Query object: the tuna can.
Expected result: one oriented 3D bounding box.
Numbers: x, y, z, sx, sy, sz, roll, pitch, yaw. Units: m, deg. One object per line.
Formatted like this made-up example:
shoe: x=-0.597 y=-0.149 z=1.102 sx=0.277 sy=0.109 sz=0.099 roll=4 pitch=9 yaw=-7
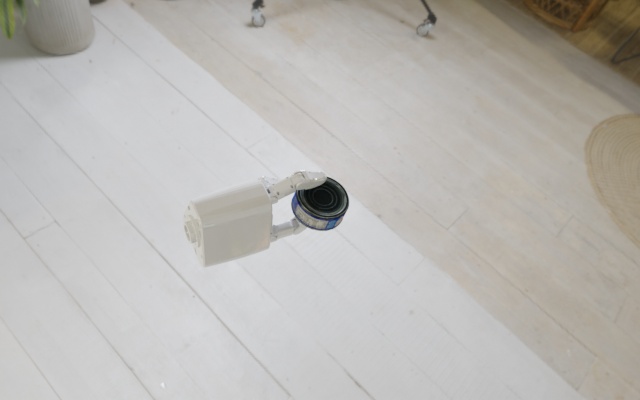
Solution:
tuna can: x=0.000 y=0.002 z=0.732 sx=0.086 sy=0.086 sz=0.034 roll=0 pitch=-36 yaw=-20
